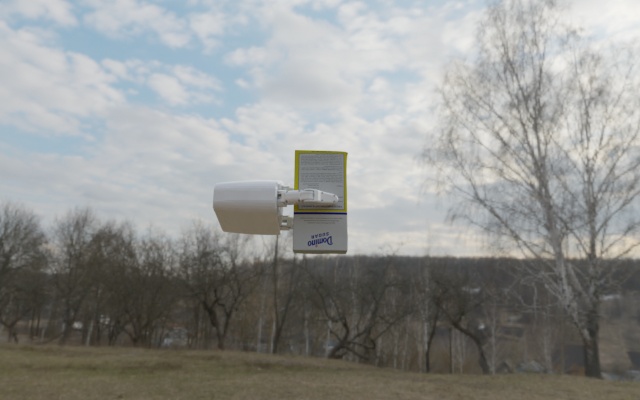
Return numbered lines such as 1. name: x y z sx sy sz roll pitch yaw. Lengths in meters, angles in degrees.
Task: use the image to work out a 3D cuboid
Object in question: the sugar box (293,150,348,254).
1. sugar box: 0.000 0.003 0.818 0.093 0.176 0.048 1 -12 0
